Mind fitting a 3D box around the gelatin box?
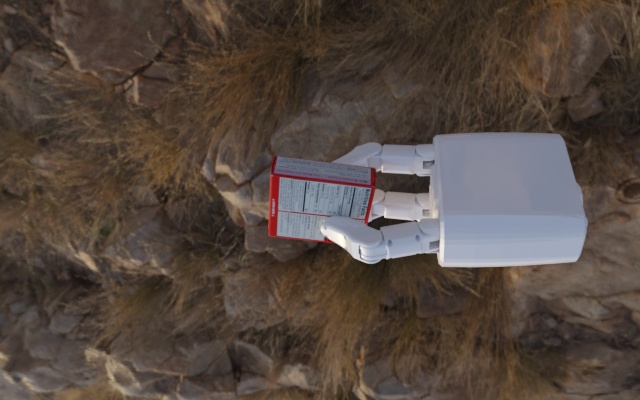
[{"bbox_3d":[0.000,0.002,0.420,0.089,0.073,0.030,6,42,-1],"label":"gelatin box"}]
